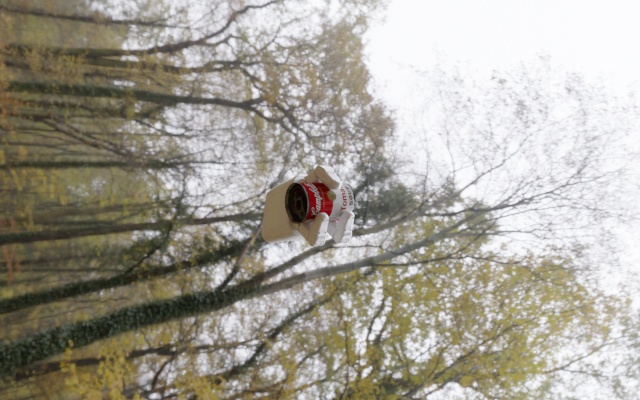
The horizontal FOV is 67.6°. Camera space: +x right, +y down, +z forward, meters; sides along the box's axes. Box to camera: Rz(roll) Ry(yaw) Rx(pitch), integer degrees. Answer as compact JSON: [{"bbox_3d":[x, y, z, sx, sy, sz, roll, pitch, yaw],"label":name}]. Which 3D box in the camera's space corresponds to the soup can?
[{"bbox_3d":[0.001,0.002,0.810,0.102,0.068,0.068,-3,1,-37],"label":"soup can"}]
